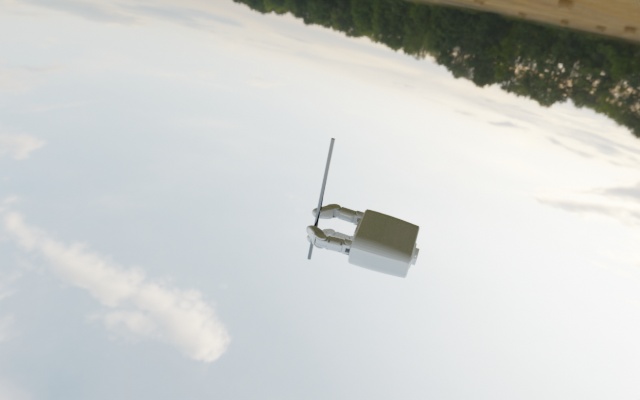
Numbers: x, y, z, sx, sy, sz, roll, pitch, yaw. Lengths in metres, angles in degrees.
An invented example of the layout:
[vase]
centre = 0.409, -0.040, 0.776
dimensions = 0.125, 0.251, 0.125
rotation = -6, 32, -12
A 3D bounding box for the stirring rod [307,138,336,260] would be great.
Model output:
[stirring rod]
centre = 0.000, 0.003, 0.860
dimensions = 0.011, 0.240, 0.011
rotation = 9, 24, -4
